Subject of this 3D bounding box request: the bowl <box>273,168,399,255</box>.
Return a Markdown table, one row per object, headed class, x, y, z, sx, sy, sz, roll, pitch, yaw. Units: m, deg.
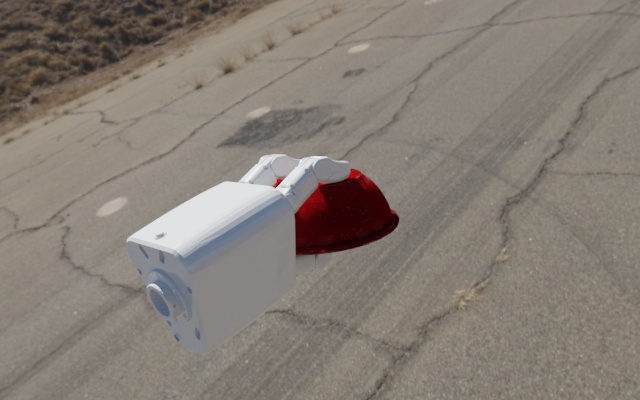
| class | x | y | z | sx | sy | sz | roll | pitch | yaw |
| --- | --- | --- | --- | --- | --- | --- | --- | --- | --- |
| bowl | 0.001 | 0.001 | 0.503 | 0.162 | 0.055 | 0.162 | -6 | 15 | 2 |
